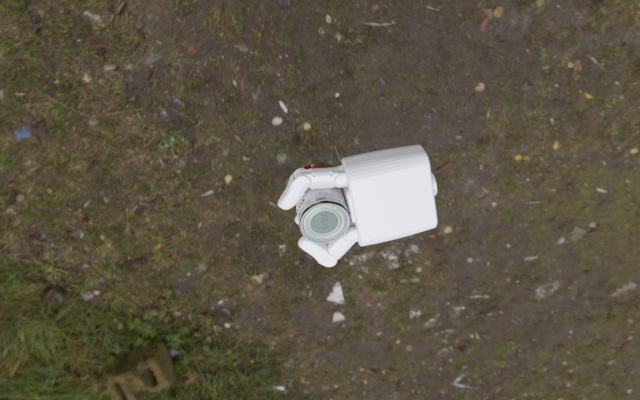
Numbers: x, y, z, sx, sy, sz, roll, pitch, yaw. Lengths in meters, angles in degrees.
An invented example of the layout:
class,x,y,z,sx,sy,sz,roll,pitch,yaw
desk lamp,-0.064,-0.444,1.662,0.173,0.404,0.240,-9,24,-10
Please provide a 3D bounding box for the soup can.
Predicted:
class,x,y,z,sx,sy,sz,roll,pitch,yaw
soup can,0.000,0.002,0.643,0.068,0.068,0.102,0,34,-8
